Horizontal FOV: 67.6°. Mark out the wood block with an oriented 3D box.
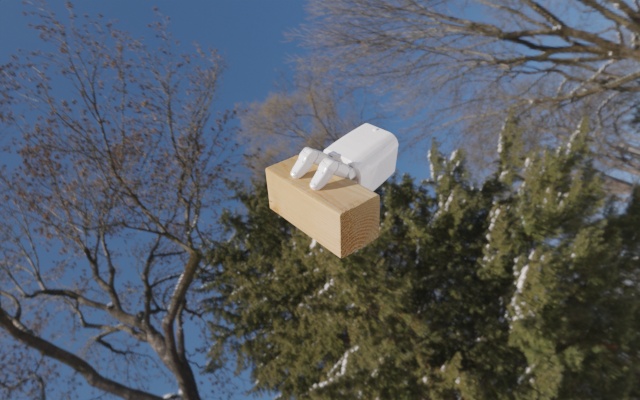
[{"bbox_3d":[0.000,0.003,0.845,0.090,0.091,0.206,-26,39,-31],"label":"wood block"}]
